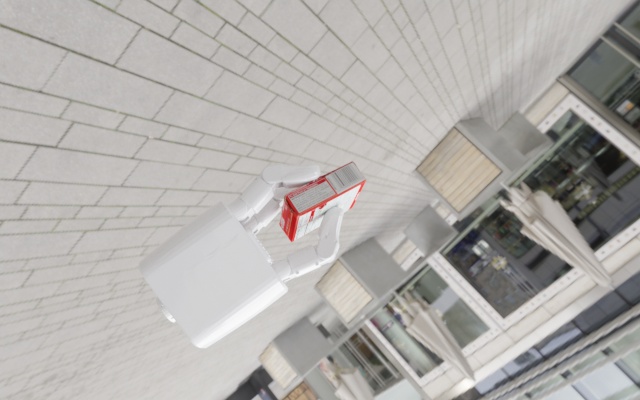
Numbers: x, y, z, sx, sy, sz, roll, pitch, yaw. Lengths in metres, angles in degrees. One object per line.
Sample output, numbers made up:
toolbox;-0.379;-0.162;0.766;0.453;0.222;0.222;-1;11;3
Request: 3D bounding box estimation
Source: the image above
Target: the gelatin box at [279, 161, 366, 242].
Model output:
gelatin box;0.001;0.002;0.521;0.089;0.030;0.073;-28;-18;-20
